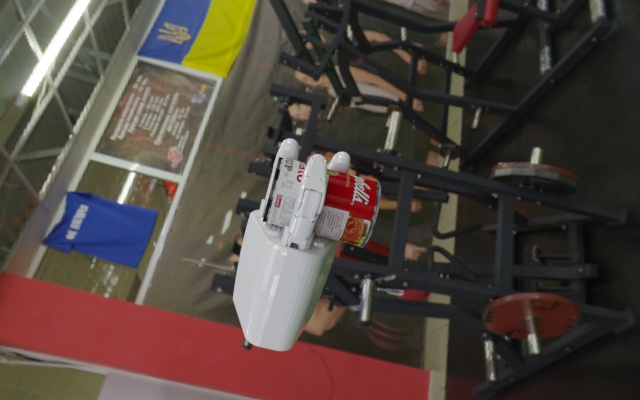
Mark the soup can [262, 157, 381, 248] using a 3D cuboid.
[{"bbox_3d":[0.000,0.001,0.470,0.102,0.068,0.068,14,-2,-6],"label":"soup can"}]
